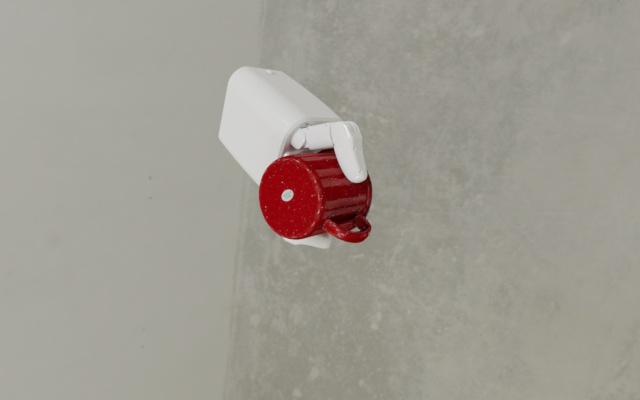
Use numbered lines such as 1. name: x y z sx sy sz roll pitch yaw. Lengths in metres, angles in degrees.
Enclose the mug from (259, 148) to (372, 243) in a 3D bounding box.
1. mug: 0.001 0.003 0.477 0.117 0.093 0.081 45 30 23
